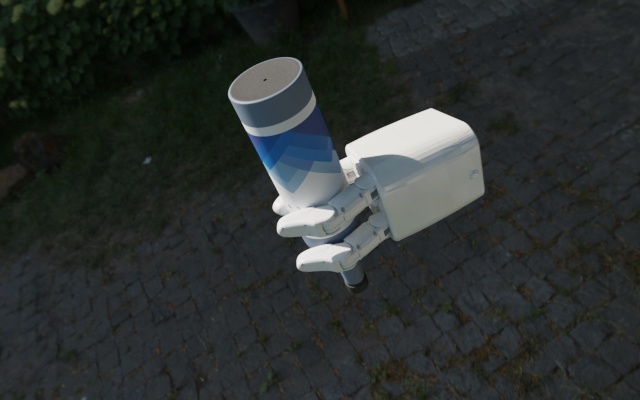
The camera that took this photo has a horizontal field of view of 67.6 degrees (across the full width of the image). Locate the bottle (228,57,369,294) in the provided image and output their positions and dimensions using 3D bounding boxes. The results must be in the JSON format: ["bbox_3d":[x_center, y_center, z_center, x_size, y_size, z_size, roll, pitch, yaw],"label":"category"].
[{"bbox_3d":[0.000,0.001,0.488,0.069,0.069,0.296,0,-43,25],"label":"bottle"}]
